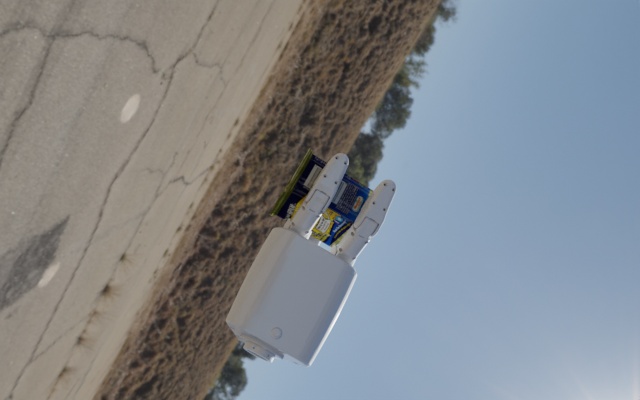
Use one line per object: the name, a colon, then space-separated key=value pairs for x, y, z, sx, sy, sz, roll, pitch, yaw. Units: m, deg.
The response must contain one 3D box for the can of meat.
can of meat: x=0.000 y=0.002 z=0.527 sx=0.084 sy=0.057 sz=0.102 roll=31 pitch=-28 yaw=-5
